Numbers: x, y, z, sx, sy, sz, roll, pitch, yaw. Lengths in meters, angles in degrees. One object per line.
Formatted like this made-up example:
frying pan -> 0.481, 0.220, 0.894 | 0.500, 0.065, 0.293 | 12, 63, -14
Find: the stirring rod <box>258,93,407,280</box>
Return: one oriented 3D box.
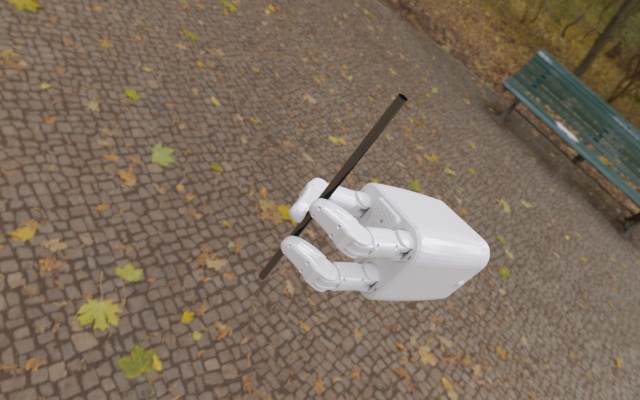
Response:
stirring rod -> 0.000, 0.001, 0.418 | 0.011, 0.011, 0.240 | 0, -39, -40
